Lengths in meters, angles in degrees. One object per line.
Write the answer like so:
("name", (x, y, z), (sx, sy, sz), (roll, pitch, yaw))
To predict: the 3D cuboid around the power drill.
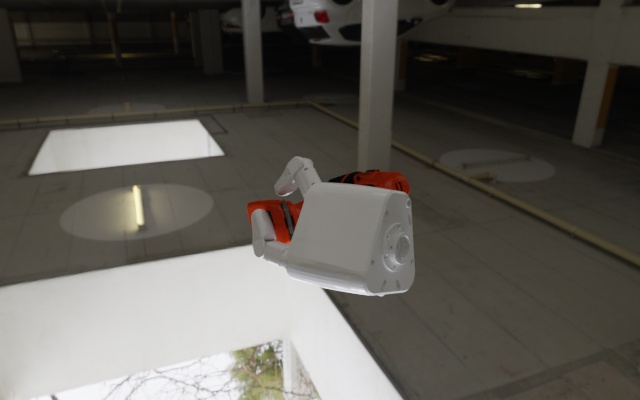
("power drill", (0.000, 0.002, 0.650), (0.187, 0.057, 0.184), (-19, 7, -26))
